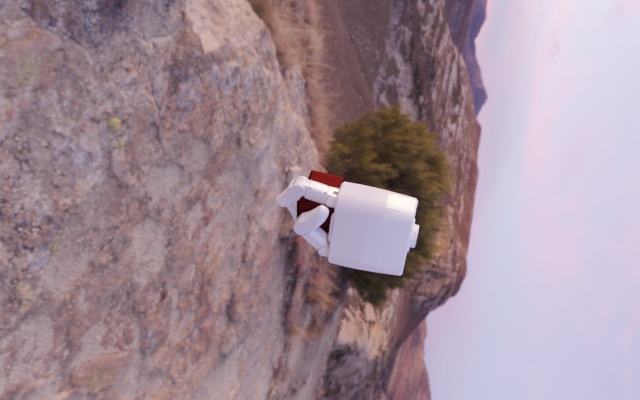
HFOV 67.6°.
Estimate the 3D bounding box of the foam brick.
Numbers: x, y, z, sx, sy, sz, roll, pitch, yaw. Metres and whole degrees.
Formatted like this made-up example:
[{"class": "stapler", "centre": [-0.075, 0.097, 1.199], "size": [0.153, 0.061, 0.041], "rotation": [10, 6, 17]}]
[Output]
[{"class": "foam brick", "centre": [0.000, 0.002, 0.701], "size": [0.051, 0.053, 0.078], "rotation": [11, 42, 10]}]
